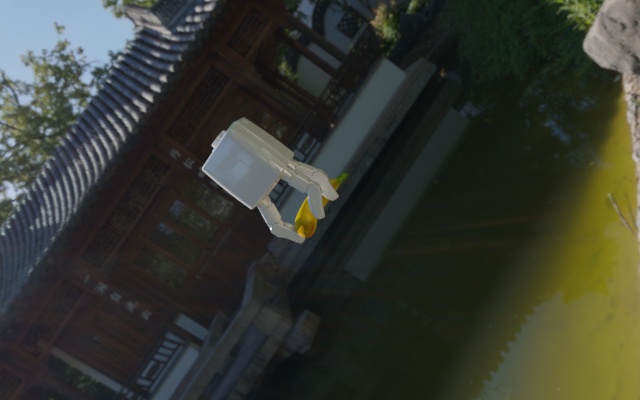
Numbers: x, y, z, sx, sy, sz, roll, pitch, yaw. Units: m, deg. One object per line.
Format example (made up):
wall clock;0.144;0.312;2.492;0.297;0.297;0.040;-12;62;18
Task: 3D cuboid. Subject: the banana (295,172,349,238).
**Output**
banana;-0.009;0.011;0.833;0.070;0.037;0.197;-43;10;38
